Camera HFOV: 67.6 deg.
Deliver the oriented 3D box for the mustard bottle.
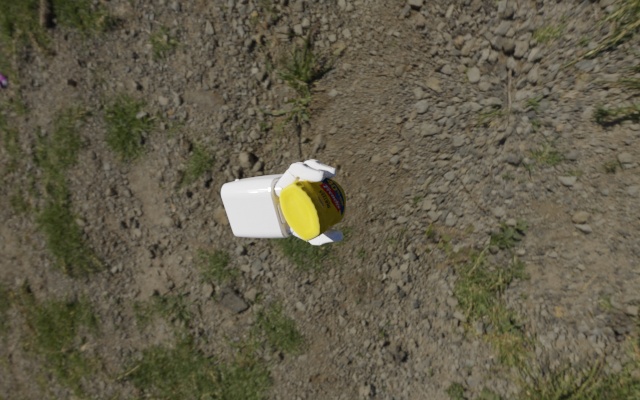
[{"bbox_3d":[0.000,0.003,0.844,0.058,0.096,0.191,-30,-1,24],"label":"mustard bottle"}]
